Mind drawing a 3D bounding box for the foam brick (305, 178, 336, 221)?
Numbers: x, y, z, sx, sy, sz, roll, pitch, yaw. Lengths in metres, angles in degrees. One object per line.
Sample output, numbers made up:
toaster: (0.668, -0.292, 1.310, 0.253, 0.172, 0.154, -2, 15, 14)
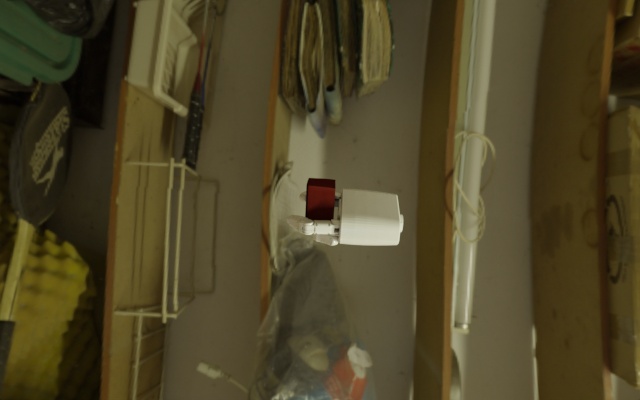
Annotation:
foam brick: (0.000, 0.003, 0.864, 0.051, 0.078, 0.053, 3, 20, 2)
